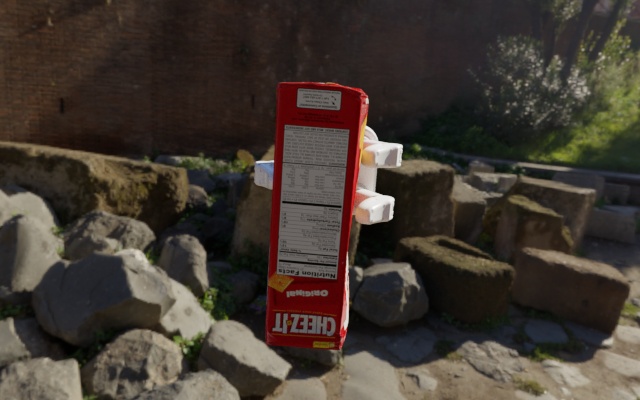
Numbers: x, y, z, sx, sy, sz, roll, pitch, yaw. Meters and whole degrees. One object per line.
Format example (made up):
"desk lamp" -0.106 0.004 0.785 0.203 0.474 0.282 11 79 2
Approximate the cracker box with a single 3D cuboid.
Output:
"cracker box" 0.000 0.001 0.443 0.072 0.214 0.164 5 13 3
